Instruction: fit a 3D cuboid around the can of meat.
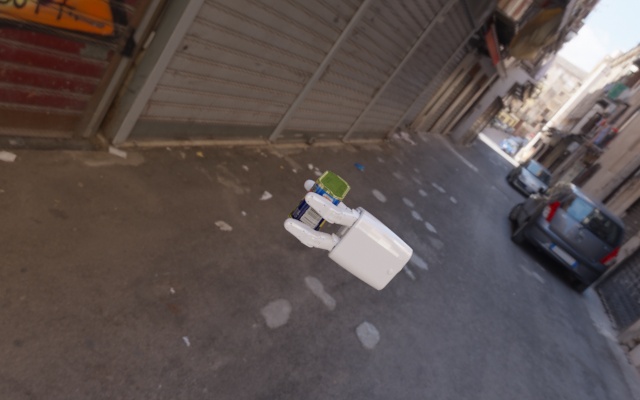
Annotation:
[{"bbox_3d":[0.000,0.002,0.796,0.057,0.084,0.102,38,20,0],"label":"can of meat"}]
